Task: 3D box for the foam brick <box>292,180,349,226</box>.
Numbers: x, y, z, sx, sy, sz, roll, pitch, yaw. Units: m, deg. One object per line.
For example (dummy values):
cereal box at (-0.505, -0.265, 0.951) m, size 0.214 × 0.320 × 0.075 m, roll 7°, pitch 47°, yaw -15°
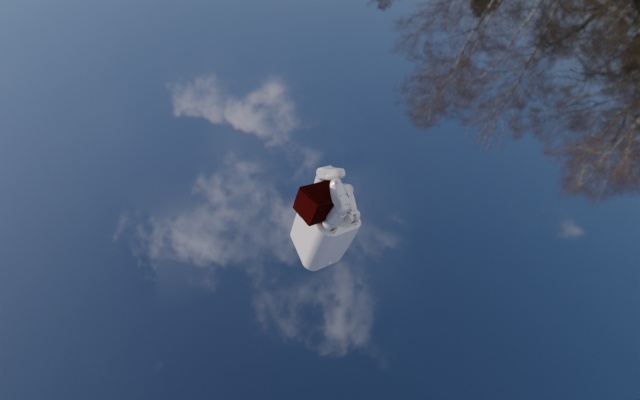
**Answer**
foam brick at (0.000, 0.003, 0.836) m, size 0.078 × 0.051 × 0.053 m, roll -16°, pitch 53°, yaw -40°
